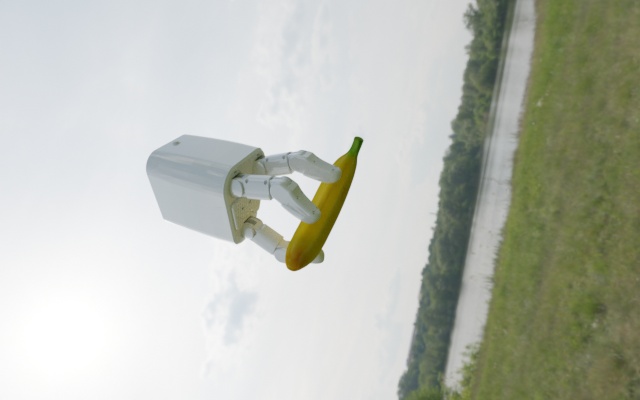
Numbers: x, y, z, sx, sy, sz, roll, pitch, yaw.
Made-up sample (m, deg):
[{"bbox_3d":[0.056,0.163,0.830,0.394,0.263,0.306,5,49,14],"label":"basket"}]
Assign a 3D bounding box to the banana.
[{"bbox_3d":[0.001,0.010,0.559,0.037,0.197,0.070,18,-34,12],"label":"banana"}]
